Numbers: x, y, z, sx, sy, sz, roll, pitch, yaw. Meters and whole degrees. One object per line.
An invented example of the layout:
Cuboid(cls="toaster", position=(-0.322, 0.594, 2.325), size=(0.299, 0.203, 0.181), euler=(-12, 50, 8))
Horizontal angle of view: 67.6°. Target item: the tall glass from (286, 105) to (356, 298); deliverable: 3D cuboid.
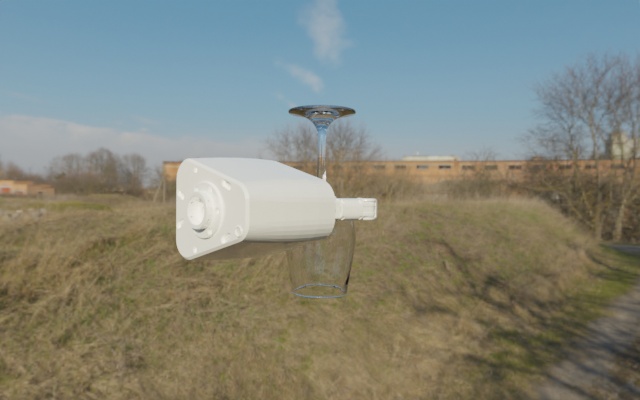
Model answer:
Cuboid(cls="tall glass", position=(0.000, 0.001, 0.525), size=(0.079, 0.201, 0.079), euler=(1, 1, 0))
